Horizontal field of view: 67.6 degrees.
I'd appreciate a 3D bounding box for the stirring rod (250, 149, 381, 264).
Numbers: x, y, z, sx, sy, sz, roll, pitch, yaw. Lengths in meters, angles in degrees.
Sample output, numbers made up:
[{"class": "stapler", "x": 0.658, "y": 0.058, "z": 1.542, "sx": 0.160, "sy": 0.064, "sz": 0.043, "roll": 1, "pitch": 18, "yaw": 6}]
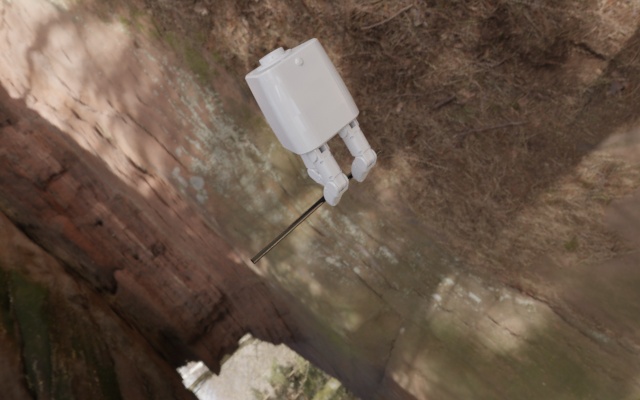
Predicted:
[{"class": "stirring rod", "x": 0.000, "y": 0.002, "z": 0.629, "sx": 0.239, "sy": 0.011, "sz": 0.011, "roll": -41, "pitch": 19, "yaw": -24}]
